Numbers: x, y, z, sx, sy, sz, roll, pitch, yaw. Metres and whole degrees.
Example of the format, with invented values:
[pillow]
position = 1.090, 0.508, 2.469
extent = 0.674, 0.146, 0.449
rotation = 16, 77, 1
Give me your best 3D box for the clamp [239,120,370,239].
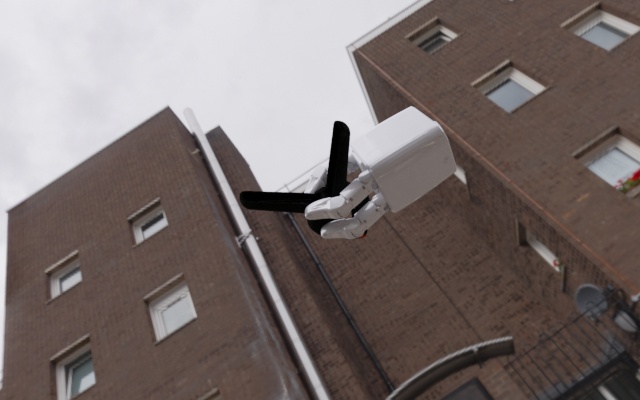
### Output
[clamp]
position = 0.000, 0.002, 0.655
extent = 0.164, 0.036, 0.210
rotation = -31, -42, 5
